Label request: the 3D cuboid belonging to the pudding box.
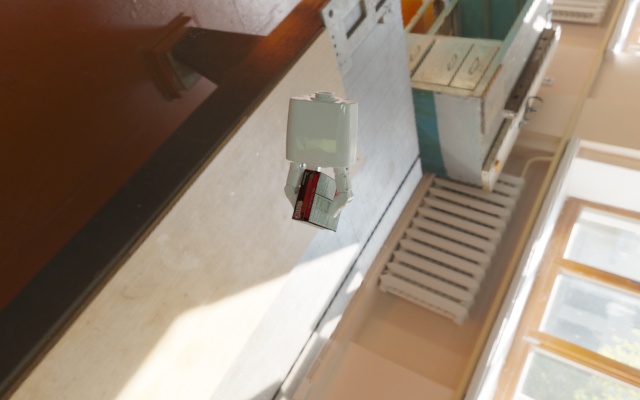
[{"bbox_3d":[0.000,0.003,0.843,0.039,0.090,0.113,12,-7,32],"label":"pudding box"}]
